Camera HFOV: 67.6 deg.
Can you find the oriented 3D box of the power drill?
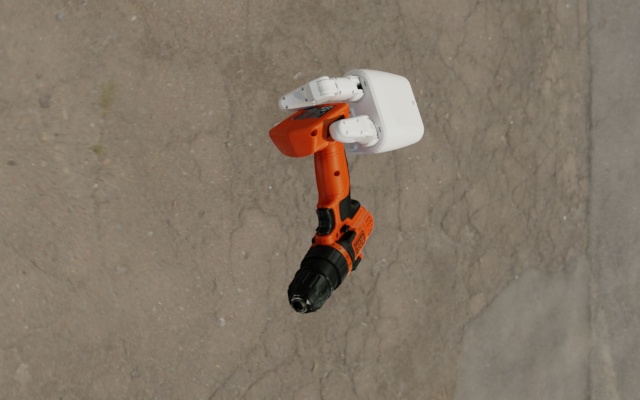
[{"bbox_3d":[0.000,0.001,0.512,0.057,0.188,0.184,1,27,24],"label":"power drill"}]
